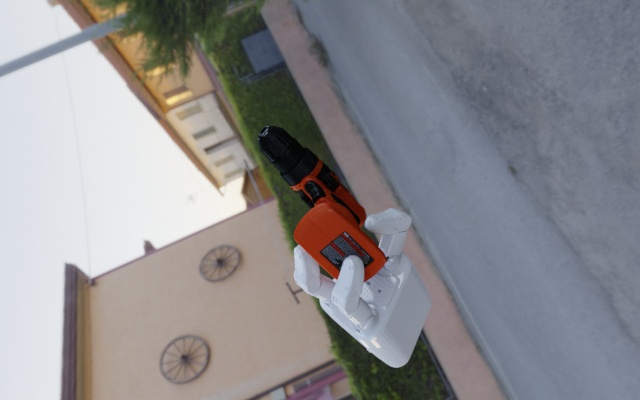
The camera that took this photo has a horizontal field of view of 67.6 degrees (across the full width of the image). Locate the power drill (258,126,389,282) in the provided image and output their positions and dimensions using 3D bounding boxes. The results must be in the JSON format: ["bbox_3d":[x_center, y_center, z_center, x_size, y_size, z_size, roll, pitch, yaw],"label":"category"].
[{"bbox_3d":[0.000,0.002,0.555,0.184,0.057,0.187,43,14,-23],"label":"power drill"}]
